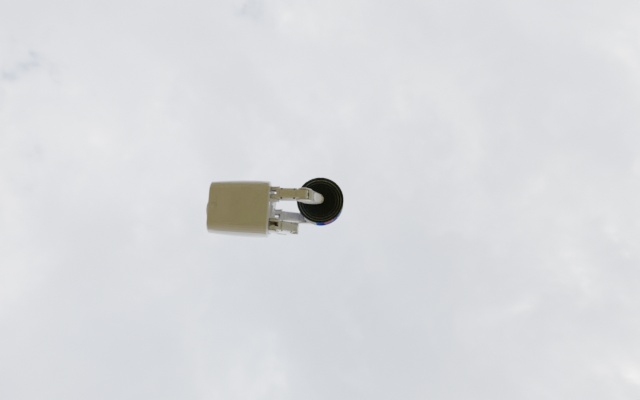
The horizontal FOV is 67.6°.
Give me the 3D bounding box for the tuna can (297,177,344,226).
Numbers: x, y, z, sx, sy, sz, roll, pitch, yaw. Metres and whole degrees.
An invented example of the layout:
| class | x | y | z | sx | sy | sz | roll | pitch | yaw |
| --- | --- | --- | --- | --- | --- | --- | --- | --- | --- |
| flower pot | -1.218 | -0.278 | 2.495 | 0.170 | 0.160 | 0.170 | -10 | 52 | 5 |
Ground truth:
| class | x | y | z | sx | sy | sz | roll | pitch | yaw |
| --- | --- | --- | --- | --- | --- | --- | --- | --- | --- |
| tuna can | 0.000 | 0.003 | 0.877 | 0.086 | 0.086 | 0.034 | 0 | -14 | 3 |
